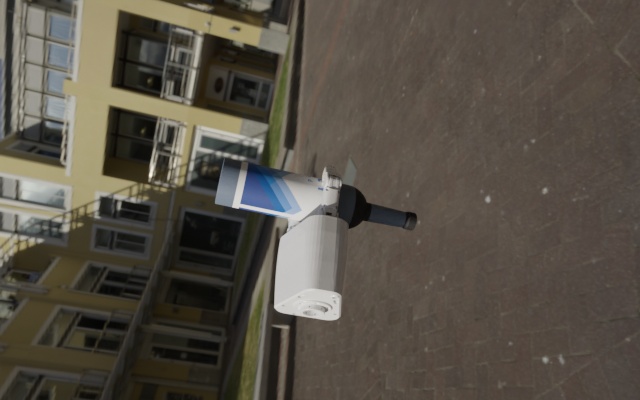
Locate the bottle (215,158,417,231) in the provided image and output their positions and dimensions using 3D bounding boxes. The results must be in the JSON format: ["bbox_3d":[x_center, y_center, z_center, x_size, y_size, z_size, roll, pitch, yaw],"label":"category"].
[{"bbox_3d":[0.000,0.002,0.698,0.296,0.069,0.069,12,-2,-11],"label":"bottle"}]
